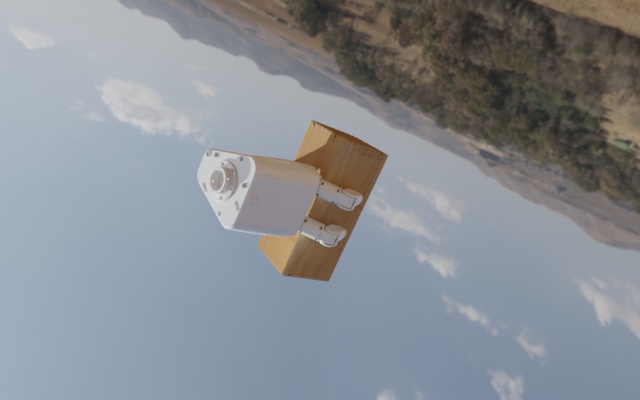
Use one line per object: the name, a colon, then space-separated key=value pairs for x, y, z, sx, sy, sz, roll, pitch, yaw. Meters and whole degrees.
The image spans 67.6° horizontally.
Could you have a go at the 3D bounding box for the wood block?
wood block: x=0.000 y=0.002 z=0.692 sx=0.090 sy=0.206 sz=0.090 roll=14 pitch=16 yaw=-38
